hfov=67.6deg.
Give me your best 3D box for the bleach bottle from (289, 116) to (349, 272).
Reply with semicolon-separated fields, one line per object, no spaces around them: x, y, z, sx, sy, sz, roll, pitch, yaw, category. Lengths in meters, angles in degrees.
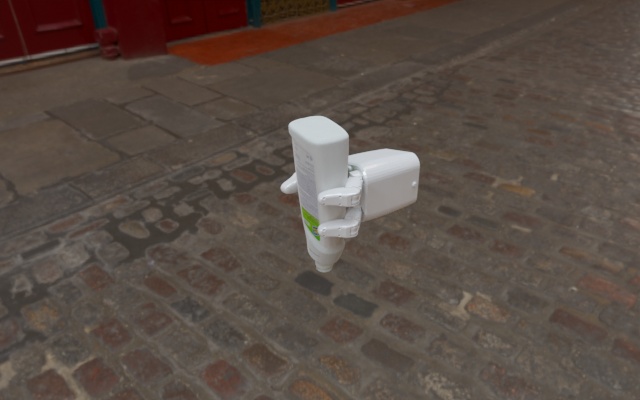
0.000;0.002;0.755;0.068;0.251;0.102;-16;34;-23;bleach bottle
